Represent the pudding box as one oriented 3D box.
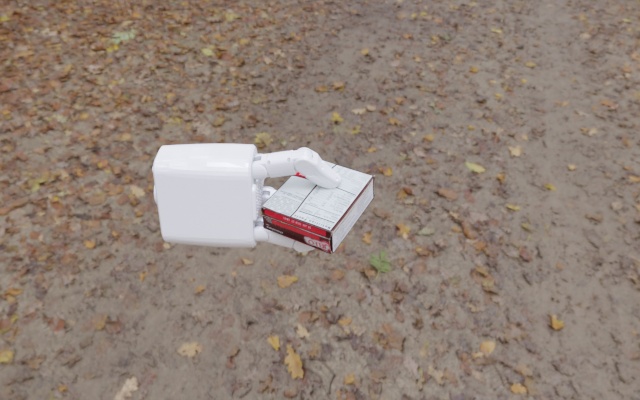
[{"bbox_3d":[0.000,0.002,0.546,0.090,0.039,0.113,20,46,22],"label":"pudding box"}]
